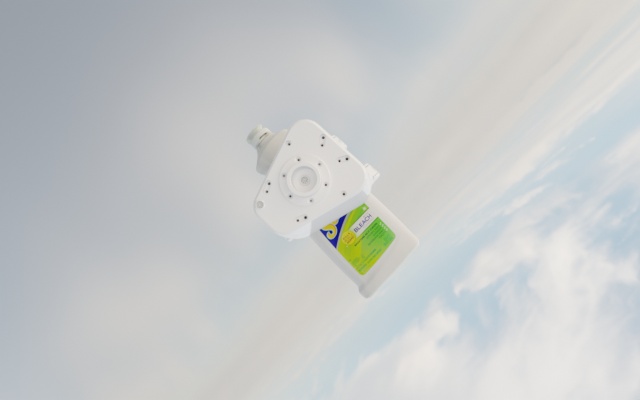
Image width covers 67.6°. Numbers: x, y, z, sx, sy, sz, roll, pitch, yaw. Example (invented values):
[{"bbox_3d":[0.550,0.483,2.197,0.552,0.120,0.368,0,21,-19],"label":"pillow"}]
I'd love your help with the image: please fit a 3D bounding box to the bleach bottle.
[{"bbox_3d":[0.000,0.002,0.606,0.251,0.102,0.068,42,1,7],"label":"bleach bottle"}]
